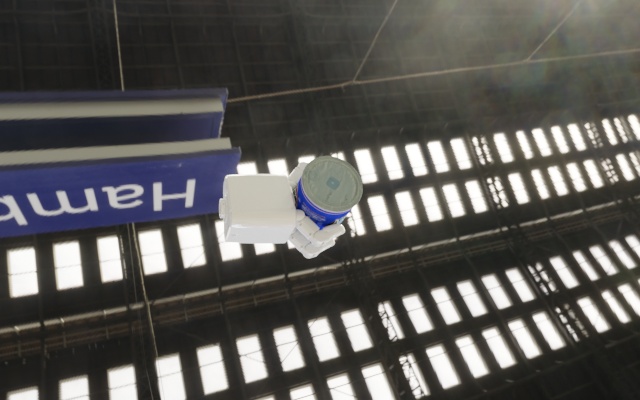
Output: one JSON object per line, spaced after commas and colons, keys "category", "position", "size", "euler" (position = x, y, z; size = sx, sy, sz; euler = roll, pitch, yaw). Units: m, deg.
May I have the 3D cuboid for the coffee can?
{"category": "coffee can", "position": [0.000, 0.003, 0.824], "size": [0.103, 0.102, 0.140], "euler": [0, -27, -19]}
